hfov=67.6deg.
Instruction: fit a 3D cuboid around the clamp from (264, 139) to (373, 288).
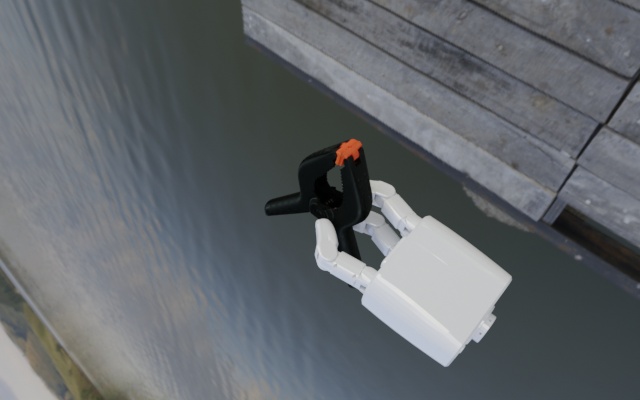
[{"bbox_3d":[0.000,0.002,0.554,0.164,0.210,0.036,34,54,19],"label":"clamp"}]
